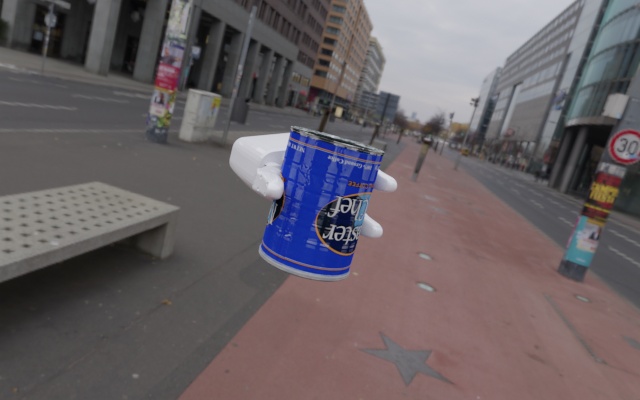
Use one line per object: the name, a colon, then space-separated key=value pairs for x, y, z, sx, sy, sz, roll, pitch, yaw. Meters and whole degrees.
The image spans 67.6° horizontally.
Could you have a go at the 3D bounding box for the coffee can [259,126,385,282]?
coffee can: x=0.000 y=0.002 z=0.513 sx=0.103 sy=0.140 sz=0.103 roll=15 pitch=11 yaw=-3
